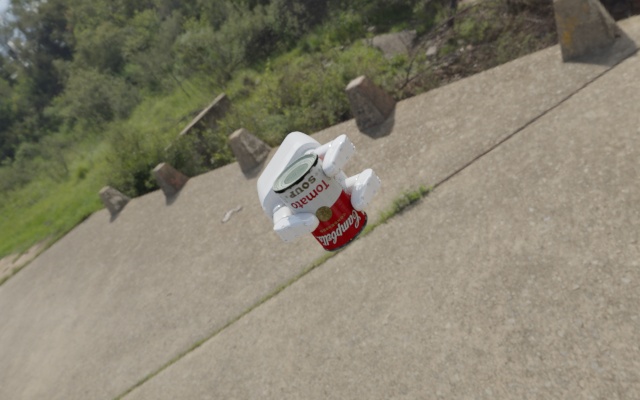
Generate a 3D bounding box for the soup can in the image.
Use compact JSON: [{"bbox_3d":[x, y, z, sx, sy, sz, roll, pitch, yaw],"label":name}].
[{"bbox_3d":[0.000,0.002,0.566,0.068,0.102,0.068,-33,23,16],"label":"soup can"}]
